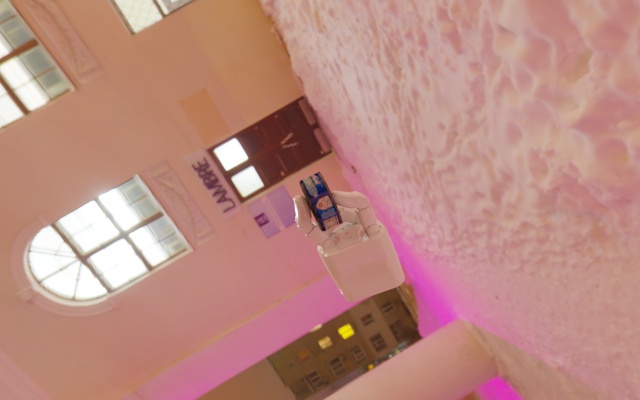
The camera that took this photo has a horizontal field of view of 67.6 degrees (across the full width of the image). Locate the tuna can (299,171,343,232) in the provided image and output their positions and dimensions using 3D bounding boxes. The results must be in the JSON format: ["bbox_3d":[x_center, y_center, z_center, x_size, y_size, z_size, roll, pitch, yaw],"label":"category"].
[{"bbox_3d":[0.000,0.003,0.711,0.034,0.086,0.086,-25,2,-4],"label":"tuna can"}]
